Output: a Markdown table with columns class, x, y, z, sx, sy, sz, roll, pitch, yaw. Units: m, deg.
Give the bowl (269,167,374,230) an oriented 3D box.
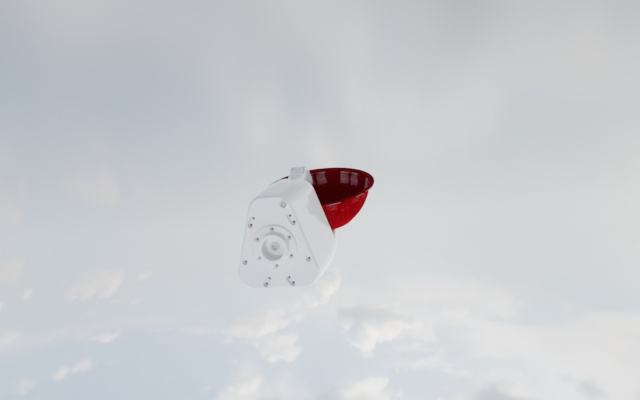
| class | x | y | z | sx | sy | sz | roll | pitch | yaw |
| --- | --- | --- | --- | --- | --- | --- | --- | --- | --- |
| bowl | 0.001 | 0.002 | 0.697 | 0.162 | 0.055 | 0.162 | -8 | 22 | 3 |
